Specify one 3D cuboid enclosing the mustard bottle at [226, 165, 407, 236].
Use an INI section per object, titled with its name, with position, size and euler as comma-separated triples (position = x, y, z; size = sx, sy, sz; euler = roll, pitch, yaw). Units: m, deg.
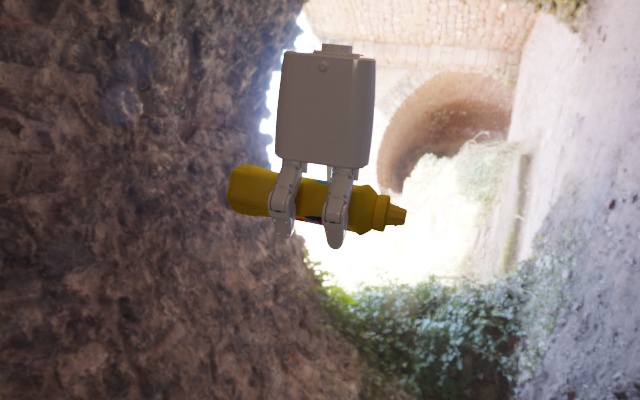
[mustard bottle]
position = 0.000, 0.002, 0.534
size = 0.191, 0.058, 0.096
euler = 9, -5, 13
